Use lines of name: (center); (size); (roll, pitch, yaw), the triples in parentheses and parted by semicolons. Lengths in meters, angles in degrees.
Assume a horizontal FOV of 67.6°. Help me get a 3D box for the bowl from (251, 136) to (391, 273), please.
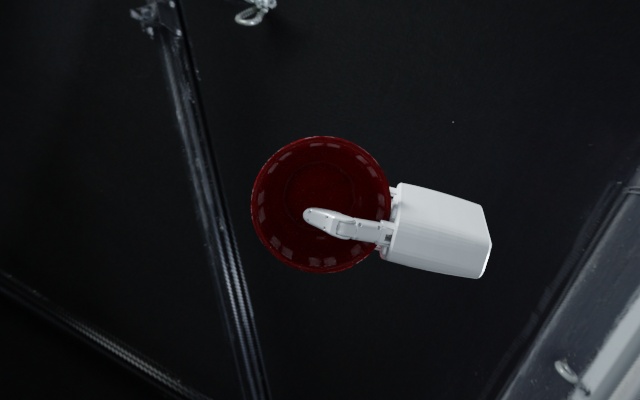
bowl: (-0.001, 0.001, 0.570); (0.162, 0.162, 0.055); (0, 14, -3)
